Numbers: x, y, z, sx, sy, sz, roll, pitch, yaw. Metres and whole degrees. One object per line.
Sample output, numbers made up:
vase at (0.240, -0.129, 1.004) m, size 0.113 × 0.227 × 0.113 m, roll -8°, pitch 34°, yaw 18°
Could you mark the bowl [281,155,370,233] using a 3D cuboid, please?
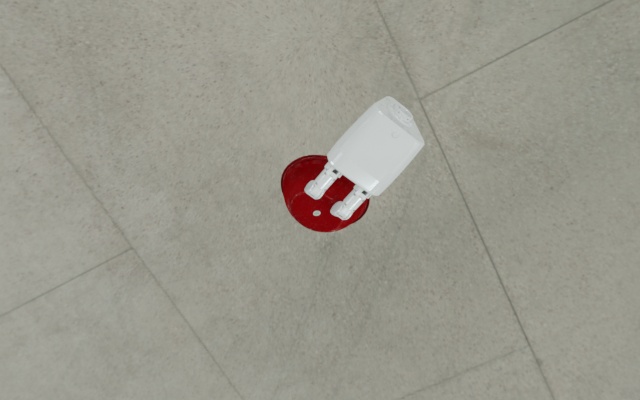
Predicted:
bowl at (0.000, 0.004, 0.817) m, size 0.162 × 0.162 × 0.055 m, roll 0°, pitch 40°, yaw 21°
